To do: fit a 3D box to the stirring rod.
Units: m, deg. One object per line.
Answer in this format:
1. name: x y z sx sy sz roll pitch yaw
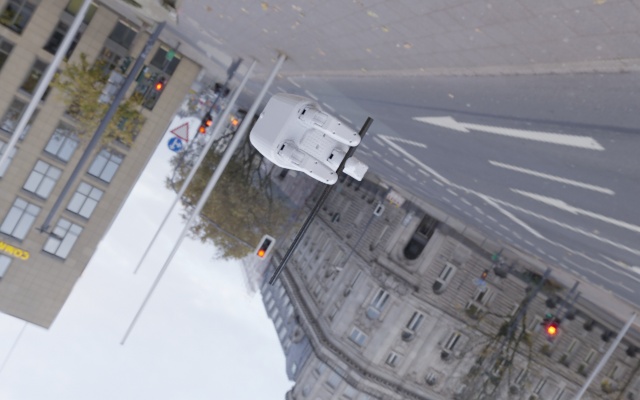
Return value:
1. stirring rod: 0.000 0.002 0.593 0.011 0.239 0.011 31 3 -2
